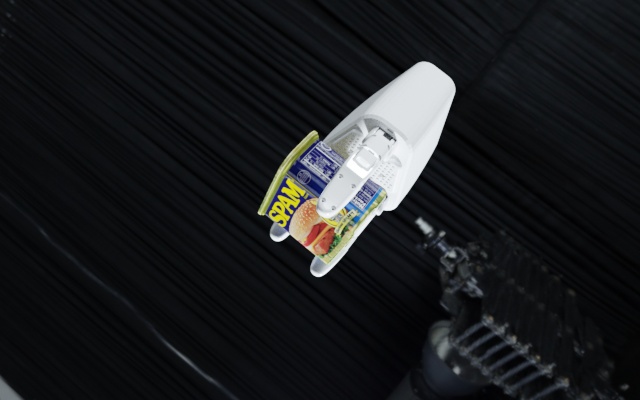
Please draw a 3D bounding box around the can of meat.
[{"bbox_3d":[0.000,0.002,0.434,0.057,0.084,0.102,-49,-4,-36],"label":"can of meat"}]
